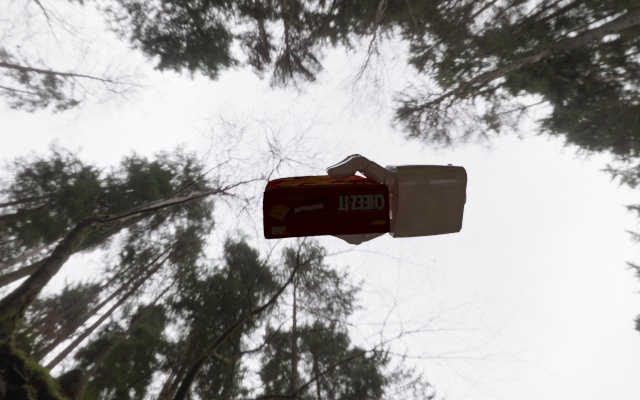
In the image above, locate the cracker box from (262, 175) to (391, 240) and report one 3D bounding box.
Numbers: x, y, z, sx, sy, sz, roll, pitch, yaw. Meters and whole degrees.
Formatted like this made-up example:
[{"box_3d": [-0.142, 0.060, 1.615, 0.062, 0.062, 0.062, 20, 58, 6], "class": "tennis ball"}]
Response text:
[{"box_3d": [0.000, 0.002, 0.705, 0.164, 0.072, 0.213, -3, 6, -4], "class": "cracker box"}]
